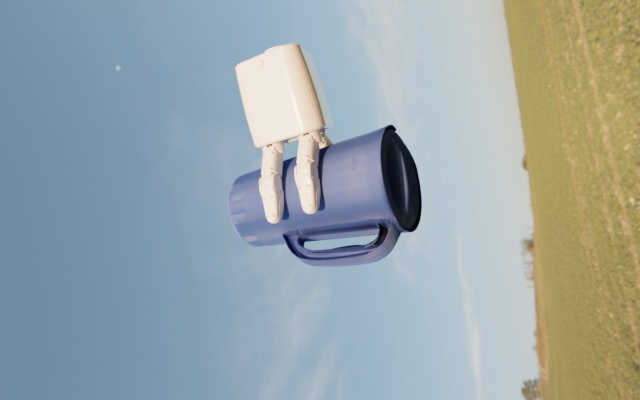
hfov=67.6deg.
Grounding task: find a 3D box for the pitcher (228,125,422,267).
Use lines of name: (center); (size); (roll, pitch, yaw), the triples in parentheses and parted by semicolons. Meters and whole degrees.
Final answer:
pitcher: (0.000, 0.002, 0.625); (0.243, 0.145, 0.149); (-12, 8, 28)
